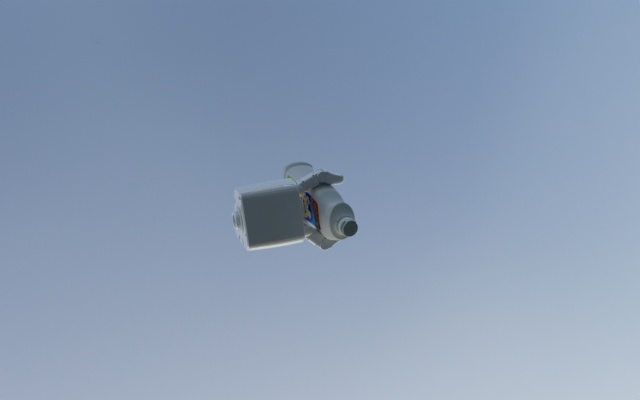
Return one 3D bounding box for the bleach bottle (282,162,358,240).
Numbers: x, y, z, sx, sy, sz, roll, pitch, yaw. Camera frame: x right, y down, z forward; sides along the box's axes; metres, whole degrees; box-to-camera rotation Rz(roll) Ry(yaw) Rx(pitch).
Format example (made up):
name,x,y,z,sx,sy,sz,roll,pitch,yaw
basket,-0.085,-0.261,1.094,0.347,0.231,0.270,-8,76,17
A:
name,x,y,z,sx,sy,sz,roll,pitch,yaw
bleach bottle,0.000,0.003,0.899,0.068,0.102,0.250,-8,20,-22
